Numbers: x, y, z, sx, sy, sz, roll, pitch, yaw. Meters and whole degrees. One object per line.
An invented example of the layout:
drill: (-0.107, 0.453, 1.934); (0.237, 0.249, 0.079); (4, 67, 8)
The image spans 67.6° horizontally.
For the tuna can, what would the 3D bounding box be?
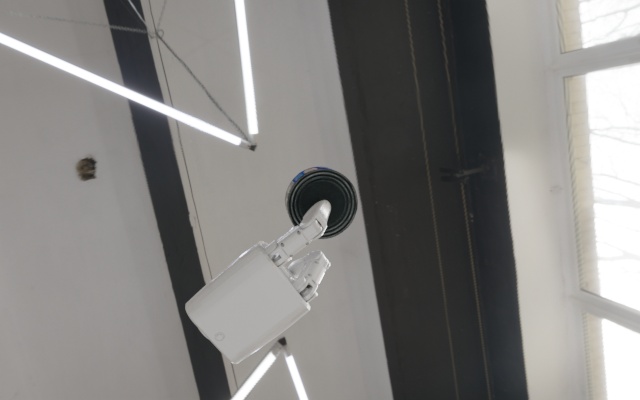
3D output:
tuna can: (0.000, 0.002, 0.584); (0.086, 0.086, 0.033); (0, 10, -11)
